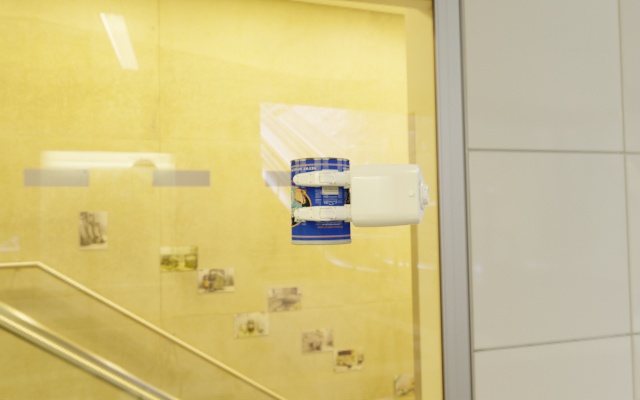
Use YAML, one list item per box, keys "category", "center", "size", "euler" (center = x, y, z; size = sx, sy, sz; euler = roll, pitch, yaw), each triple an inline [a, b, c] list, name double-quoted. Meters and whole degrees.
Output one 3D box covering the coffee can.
- category: "coffee can"
  center: [0.000, 0.003, 0.807]
  size: [0.103, 0.140, 0.103]
  euler: [-1, -2, 0]
